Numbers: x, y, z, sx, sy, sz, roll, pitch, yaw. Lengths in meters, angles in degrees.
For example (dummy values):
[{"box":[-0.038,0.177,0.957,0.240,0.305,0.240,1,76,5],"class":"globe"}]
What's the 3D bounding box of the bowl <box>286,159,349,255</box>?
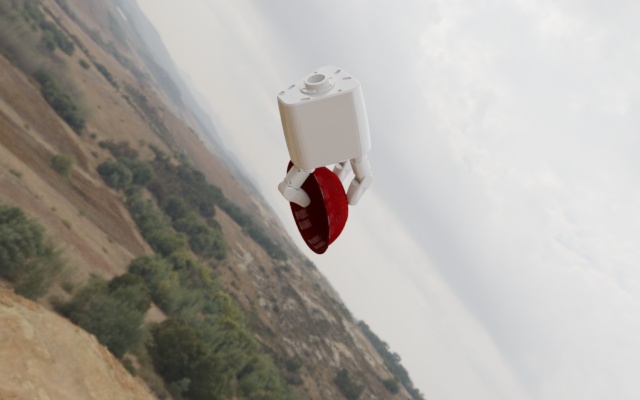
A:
[{"box":[0.000,0.003,0.769,0.055,0.162,0.162,-15,6,-22],"class":"bowl"}]
